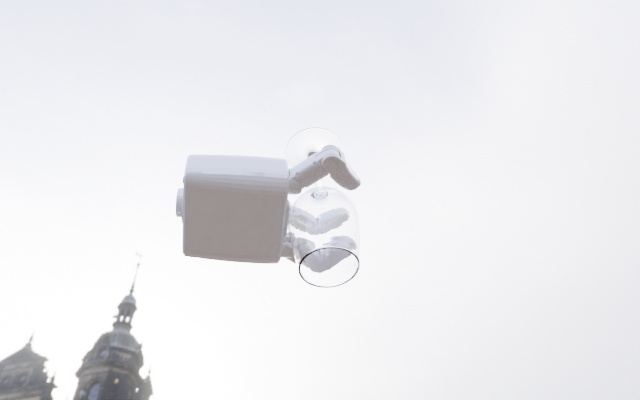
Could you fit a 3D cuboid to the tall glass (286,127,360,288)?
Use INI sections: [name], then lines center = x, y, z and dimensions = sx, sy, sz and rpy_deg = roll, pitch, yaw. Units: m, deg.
[tall glass]
center = 0.000, 0.001, 0.546
dimensions = 0.079, 0.079, 0.200
rpy_deg = 0, 41, -7
